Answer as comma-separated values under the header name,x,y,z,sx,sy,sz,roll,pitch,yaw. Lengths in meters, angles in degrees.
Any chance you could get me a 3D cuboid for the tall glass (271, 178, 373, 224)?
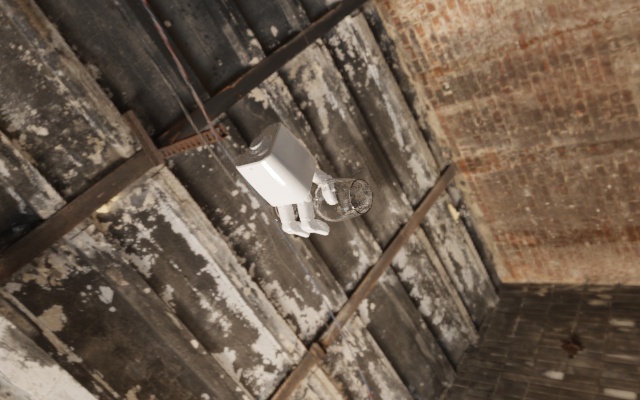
name,x,y,z,sx,sy,sz,roll,pitch,yaw
tall glass,0.000,0.003,0.888,0.201,0.079,0.079,-8,-5,44
